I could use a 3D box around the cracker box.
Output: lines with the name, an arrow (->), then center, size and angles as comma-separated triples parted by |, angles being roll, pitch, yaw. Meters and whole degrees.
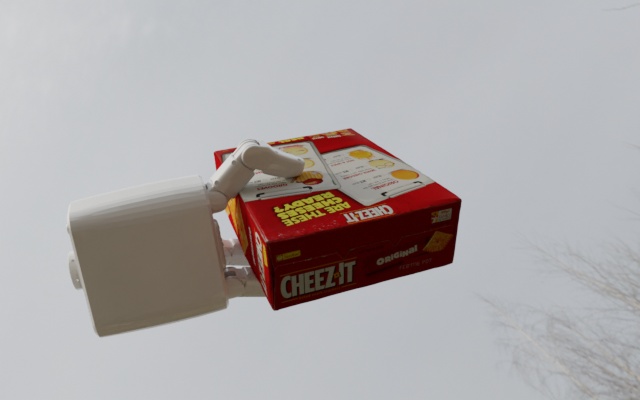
cracker box -> 0.000, 0.001, 0.455 | 0.164, 0.072, 0.213 | -12, 28, -18
